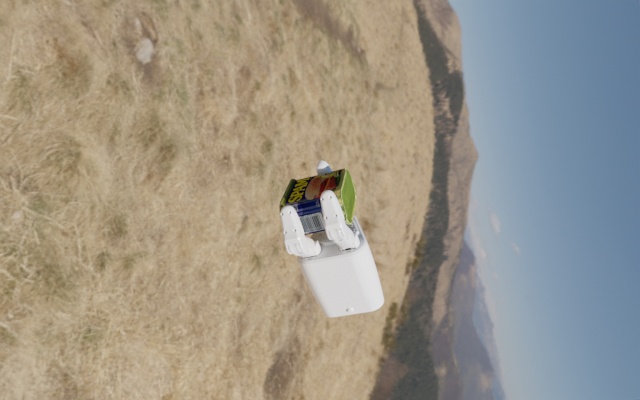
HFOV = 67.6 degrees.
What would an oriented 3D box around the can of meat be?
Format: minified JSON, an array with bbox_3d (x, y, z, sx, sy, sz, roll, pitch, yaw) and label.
[{"bbox_3d":[0.000,0.002,0.644,0.084,0.057,0.102,-13,25,16],"label":"can of meat"}]
